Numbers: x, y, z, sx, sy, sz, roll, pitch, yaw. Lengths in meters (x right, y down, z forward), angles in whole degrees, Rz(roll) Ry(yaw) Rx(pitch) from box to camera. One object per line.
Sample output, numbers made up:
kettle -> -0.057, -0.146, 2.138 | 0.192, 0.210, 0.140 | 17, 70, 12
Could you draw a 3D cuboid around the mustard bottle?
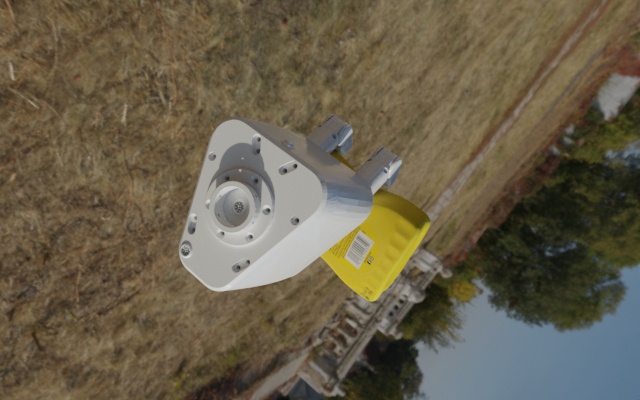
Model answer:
mustard bottle -> 0.000, 0.002, 0.451 | 0.191, 0.096, 0.058 | 37, 34, 17
